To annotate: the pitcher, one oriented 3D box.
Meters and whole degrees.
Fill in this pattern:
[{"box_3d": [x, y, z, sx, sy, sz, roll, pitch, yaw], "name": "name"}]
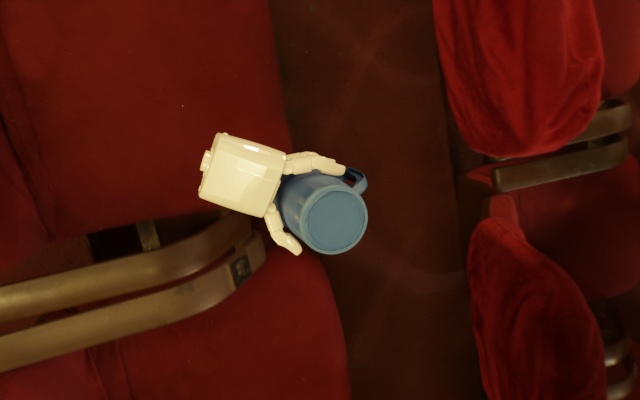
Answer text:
[{"box_3d": [0.000, 0.003, 0.813, 0.145, 0.149, 0.242, 20, 5, -18], "name": "pitcher"}]
